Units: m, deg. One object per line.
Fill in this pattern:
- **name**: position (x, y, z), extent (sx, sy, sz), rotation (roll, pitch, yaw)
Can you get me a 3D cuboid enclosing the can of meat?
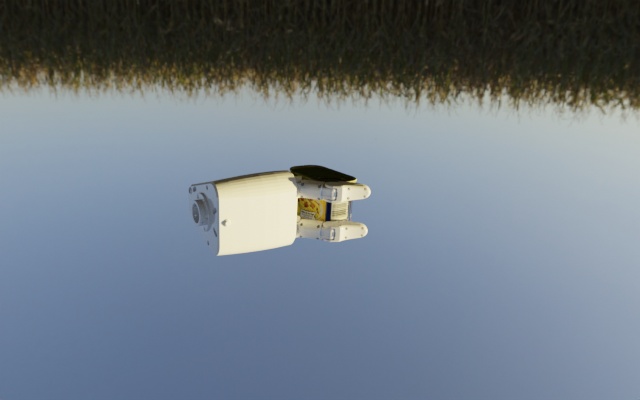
- **can of meat**: position (0.000, 0.002, 0.666), extent (0.057, 0.084, 0.102), rotation (-9, 21, -37)
